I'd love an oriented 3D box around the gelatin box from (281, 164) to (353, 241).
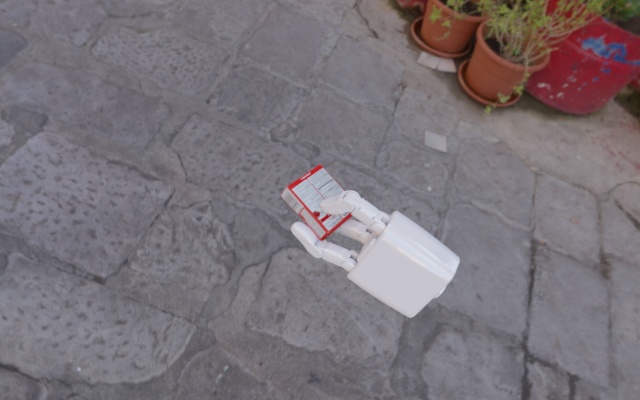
[{"bbox_3d":[0.000,0.002,0.674,0.073,0.089,0.030,-37,-7,-37],"label":"gelatin box"}]
